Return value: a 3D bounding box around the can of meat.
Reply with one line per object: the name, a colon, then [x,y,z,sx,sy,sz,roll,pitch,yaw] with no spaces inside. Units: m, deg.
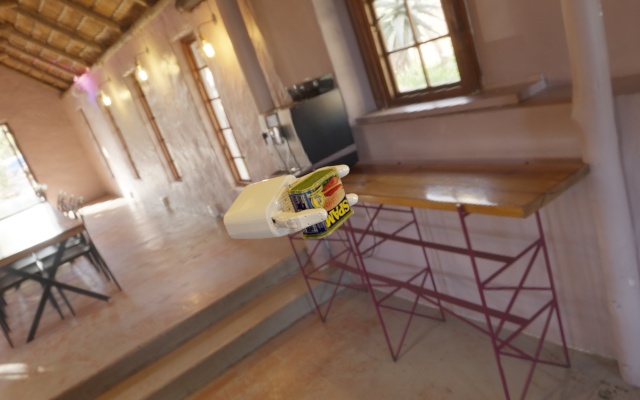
can of meat: [0.000,0.002,0.778,0.057,0.084,0.102,-7,21,40]
